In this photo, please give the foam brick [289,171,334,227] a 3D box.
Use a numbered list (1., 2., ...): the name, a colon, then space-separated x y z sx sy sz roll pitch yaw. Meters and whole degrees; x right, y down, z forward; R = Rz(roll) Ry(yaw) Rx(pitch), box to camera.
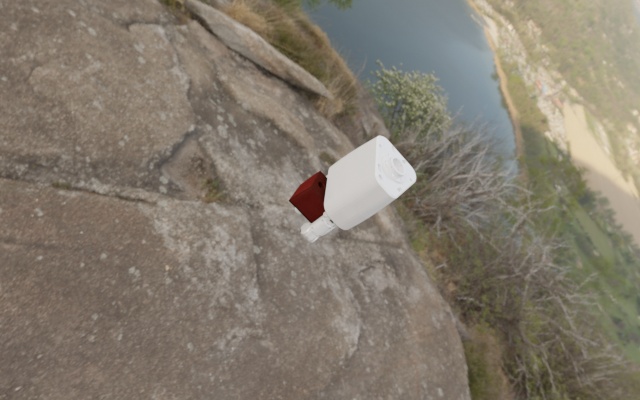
1. foam brick: 0.000 0.002 0.764 0.051 0.078 0.053 -34 17 37
